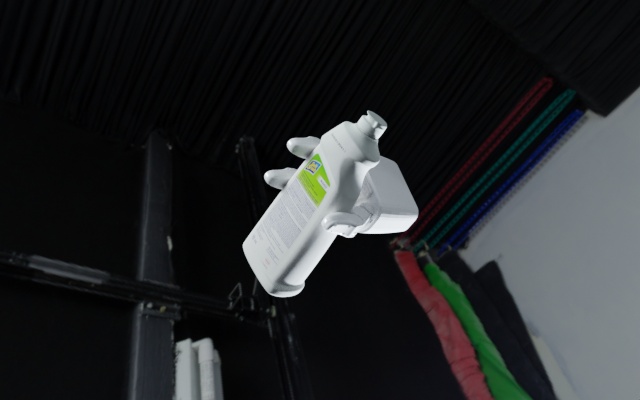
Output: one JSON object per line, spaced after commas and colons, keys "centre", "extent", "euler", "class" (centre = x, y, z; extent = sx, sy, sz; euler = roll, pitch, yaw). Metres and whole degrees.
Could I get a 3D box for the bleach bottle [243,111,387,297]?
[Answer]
{"centre": [0.000, 0.002, 0.595], "extent": [0.068, 0.251, 0.102], "euler": [6, 39, -49], "class": "bleach bottle"}
